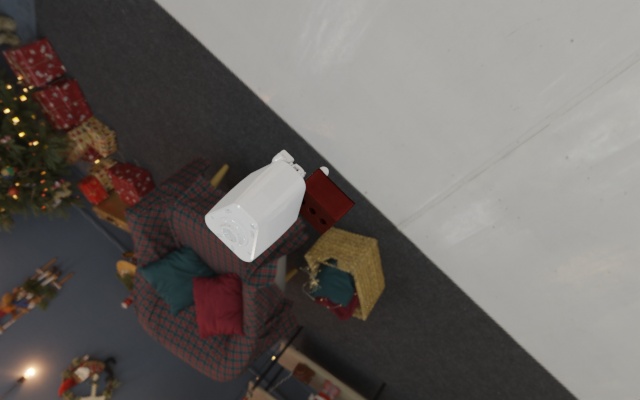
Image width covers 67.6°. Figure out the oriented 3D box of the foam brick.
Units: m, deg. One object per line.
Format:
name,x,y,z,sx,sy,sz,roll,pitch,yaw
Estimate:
foam brick,0.000,0.002,0.718,0.051,0.078,0.053,-46,1,-39
